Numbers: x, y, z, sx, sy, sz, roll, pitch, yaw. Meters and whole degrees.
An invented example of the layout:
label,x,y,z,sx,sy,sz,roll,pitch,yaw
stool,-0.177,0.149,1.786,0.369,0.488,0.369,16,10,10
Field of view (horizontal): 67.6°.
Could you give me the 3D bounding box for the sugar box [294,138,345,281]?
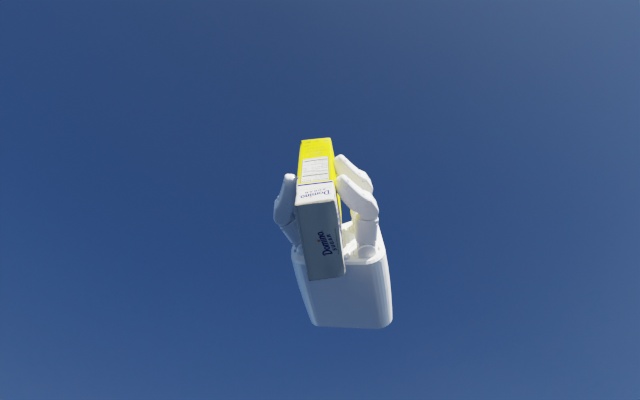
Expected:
label,x,y,z,sx,sy,sz,roll,pitch,yaw
sugar box,0.001,0.002,0.544,0.048,0.093,0.176,-9,28,1
